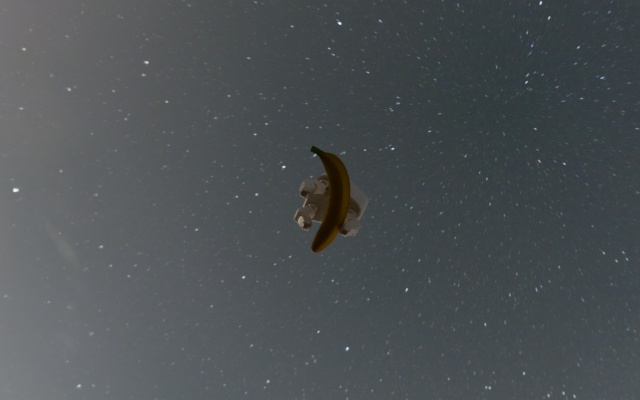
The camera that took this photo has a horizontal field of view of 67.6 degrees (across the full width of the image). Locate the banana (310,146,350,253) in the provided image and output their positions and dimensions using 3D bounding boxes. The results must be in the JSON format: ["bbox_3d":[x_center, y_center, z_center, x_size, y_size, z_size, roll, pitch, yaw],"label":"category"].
[{"bbox_3d":[0.018,0.001,0.848,0.069,0.198,0.037,3,15,11],"label":"banana"}]
